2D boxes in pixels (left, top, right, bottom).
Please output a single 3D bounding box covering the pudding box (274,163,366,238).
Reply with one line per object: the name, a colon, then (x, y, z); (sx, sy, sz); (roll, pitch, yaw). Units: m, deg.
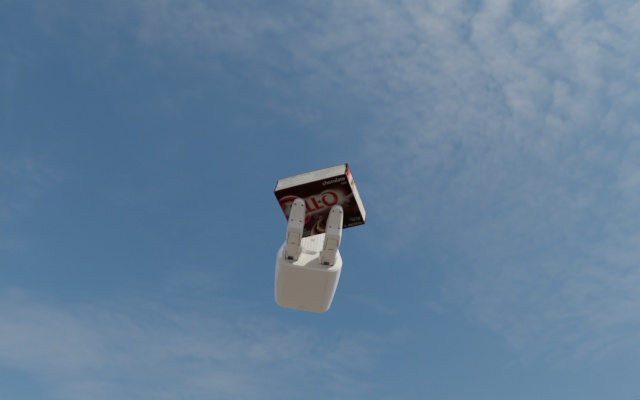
pudding box: (0.000, 0.002, 0.697); (0.113, 0.090, 0.039); (-15, 32, 14)
